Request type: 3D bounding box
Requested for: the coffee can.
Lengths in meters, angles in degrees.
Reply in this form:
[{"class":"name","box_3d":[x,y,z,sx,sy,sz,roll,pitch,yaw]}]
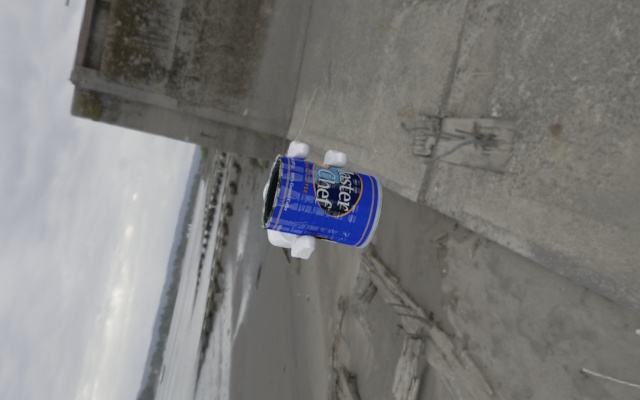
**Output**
[{"class":"coffee can","box_3d":[0.000,0.002,0.649,0.140,0.103,0.103,12,-3,-14]}]
